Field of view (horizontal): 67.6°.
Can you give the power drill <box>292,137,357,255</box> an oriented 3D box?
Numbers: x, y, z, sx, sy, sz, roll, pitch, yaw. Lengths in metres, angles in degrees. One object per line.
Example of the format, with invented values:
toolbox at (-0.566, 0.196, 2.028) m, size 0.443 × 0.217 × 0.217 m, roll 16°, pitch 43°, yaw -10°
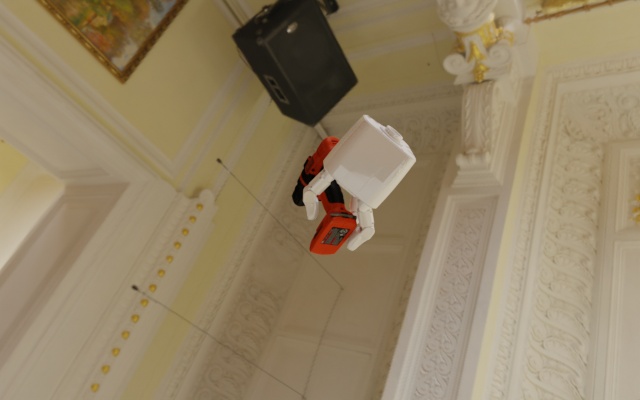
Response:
power drill at (0.000, 0.003, 0.884) m, size 0.057 × 0.187 × 0.184 m, roll 6°, pitch -40°, yaw -24°
